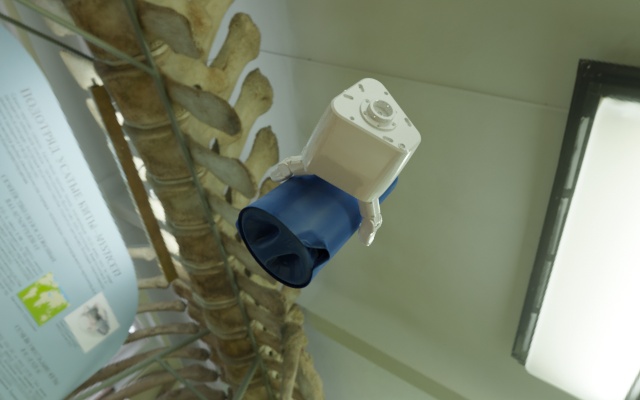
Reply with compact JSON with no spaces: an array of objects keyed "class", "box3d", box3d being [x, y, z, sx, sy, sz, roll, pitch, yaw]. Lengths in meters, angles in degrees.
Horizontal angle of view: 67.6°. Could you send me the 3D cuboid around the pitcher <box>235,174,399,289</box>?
[{"class":"pitcher","box3d":[0.000,0.002,0.704,0.242,0.149,0.145,-40,-11,-36]}]
